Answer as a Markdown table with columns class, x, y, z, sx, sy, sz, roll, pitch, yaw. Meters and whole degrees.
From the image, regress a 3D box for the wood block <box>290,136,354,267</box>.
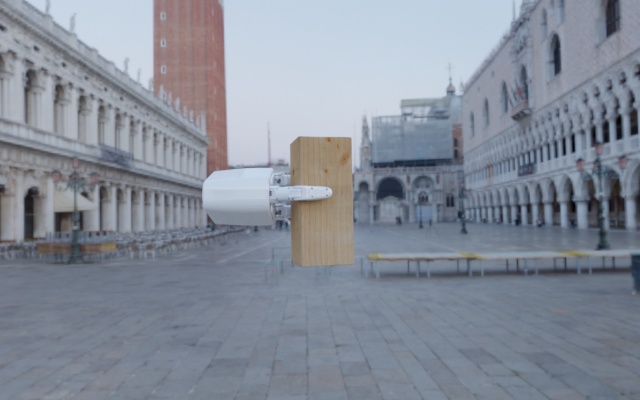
| class | x | y | z | sx | sy | sz | roll | pitch | yaw |
| --- | --- | --- | --- | --- | --- | --- | --- | --- | --- |
| wood block | 0.000 | 0.002 | 0.799 | 0.090 | 0.206 | 0.091 | -1 | -2 | -13 |
